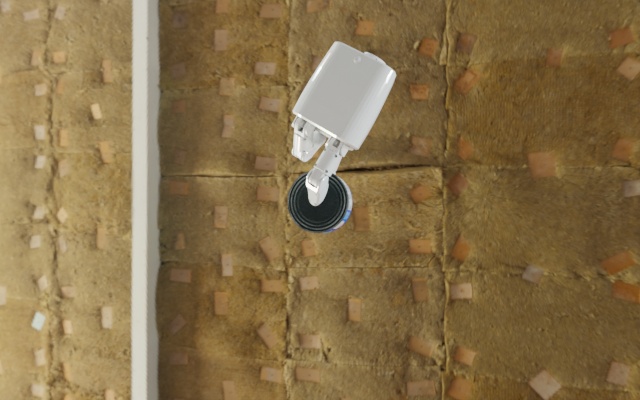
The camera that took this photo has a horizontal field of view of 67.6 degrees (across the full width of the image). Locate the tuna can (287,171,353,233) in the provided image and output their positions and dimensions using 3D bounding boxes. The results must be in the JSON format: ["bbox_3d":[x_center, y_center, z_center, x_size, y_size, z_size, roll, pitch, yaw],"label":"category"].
[{"bbox_3d":[0.000,0.002,0.656,0.086,0.086,0.034,0,-4,16],"label":"tuna can"}]
